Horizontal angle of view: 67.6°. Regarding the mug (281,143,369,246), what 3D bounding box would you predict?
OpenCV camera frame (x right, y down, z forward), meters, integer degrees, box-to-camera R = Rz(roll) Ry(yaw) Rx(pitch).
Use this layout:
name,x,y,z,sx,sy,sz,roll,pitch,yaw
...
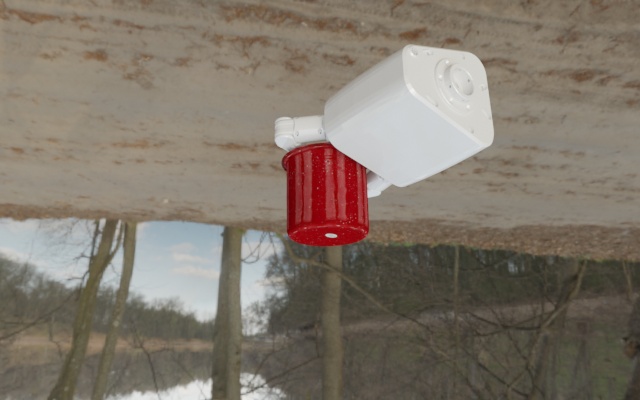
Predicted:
name,x,y,z,sx,sy,sz,roll,pitch,yaw
mug,-0.001,0.002,0.492,0.093,0.081,0.117,11,-23,-32
